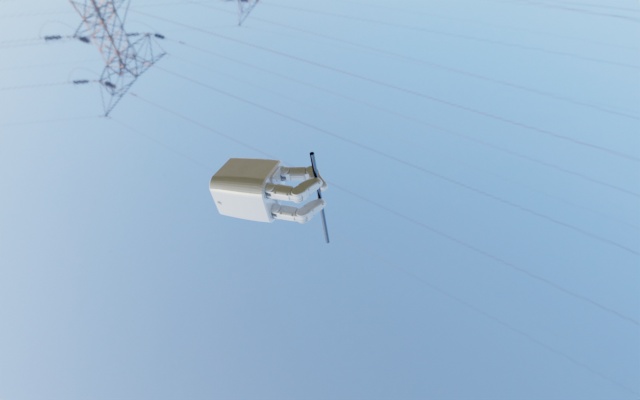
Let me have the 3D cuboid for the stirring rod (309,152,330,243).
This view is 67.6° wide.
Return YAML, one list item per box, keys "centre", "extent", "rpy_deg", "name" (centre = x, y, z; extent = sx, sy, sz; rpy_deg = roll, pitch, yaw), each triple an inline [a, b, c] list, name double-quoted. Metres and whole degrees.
- centre: [0.000, 0.003, 0.879]
  extent: [0.011, 0.011, 0.240]
  rpy_deg: [0, -42, 9]
  name: "stirring rod"
